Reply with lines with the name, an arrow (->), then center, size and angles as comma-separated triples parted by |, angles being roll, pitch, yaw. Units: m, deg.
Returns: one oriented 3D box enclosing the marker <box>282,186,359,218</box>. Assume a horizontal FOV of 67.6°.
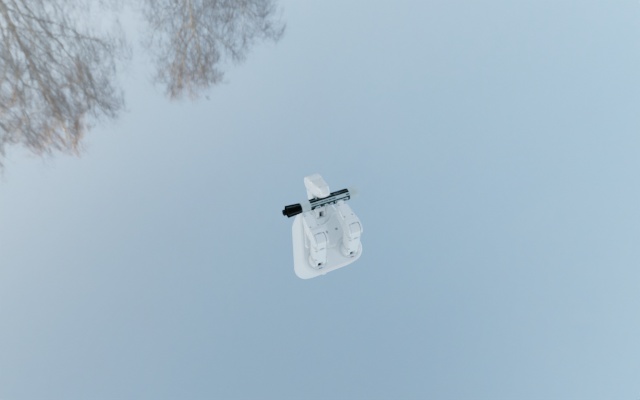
marker -> 0.000, 0.002, 0.720 | 0.121, 0.020, 0.020 | -17, 5, -17
